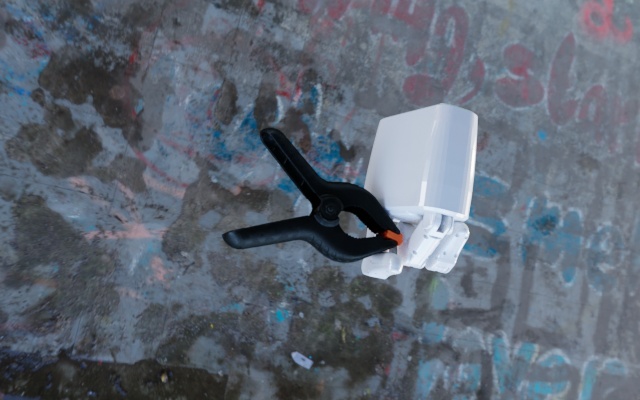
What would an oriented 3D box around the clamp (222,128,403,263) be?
[{"bbox_3d":[0.000,0.002,0.458,0.171,0.120,0.039,14,-12,-20],"label":"clamp"}]
